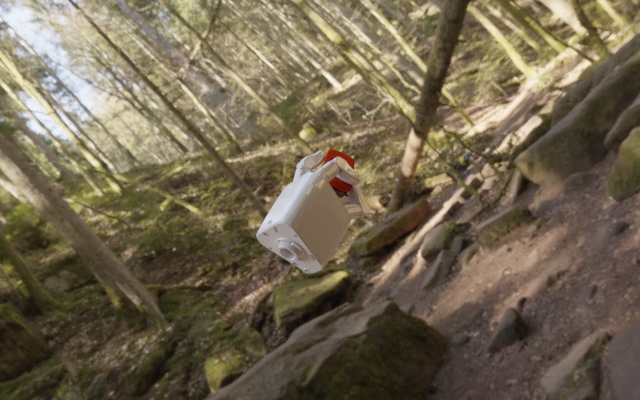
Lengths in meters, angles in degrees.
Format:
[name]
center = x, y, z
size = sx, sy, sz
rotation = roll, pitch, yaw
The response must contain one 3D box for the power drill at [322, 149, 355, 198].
[power drill]
center = 0.000, 0.003, 0.867
size = 0.057, 0.188, 0.184
rotation = 21, 35, -8
